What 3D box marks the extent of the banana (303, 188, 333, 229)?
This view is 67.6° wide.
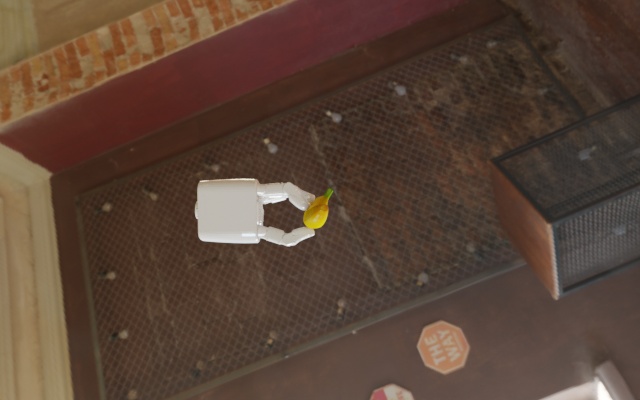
[{"bbox_3d":[-0.007,0.019,0.874,0.037,0.069,0.197,23,11,-2],"label":"banana"}]
